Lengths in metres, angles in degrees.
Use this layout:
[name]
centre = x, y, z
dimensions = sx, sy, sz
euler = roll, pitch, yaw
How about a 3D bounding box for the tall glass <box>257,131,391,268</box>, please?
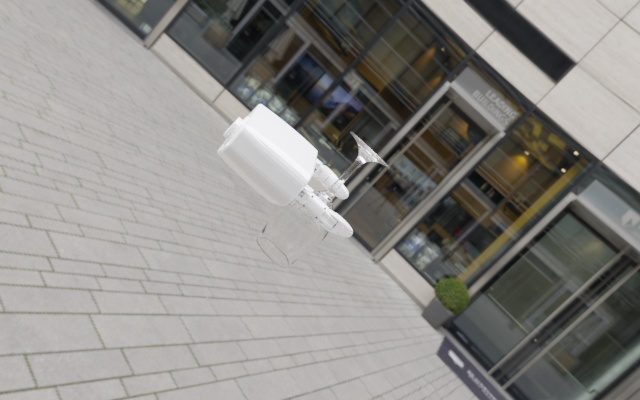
[tall glass]
centre = 0.001, 0.002, 0.661
dimensions = 0.079, 0.201, 0.079
euler = 42, 8, -8
